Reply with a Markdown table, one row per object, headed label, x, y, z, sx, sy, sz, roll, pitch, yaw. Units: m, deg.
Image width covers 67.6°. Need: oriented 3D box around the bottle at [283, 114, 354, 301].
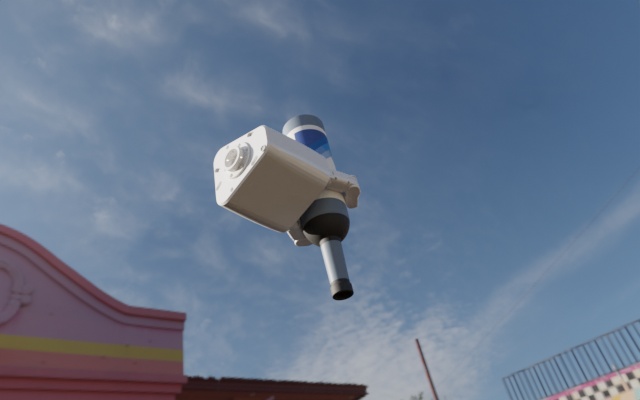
| label | x | y | z | sx | sy | sz | roll | pitch | yaw |
| --- | --- | --- | --- | --- | --- | --- | --- | --- | --- |
| bottle | 0.000 | 0.002 | 0.674 | 0.069 | 0.295 | 0.069 | -9 | -37 | -7 |
